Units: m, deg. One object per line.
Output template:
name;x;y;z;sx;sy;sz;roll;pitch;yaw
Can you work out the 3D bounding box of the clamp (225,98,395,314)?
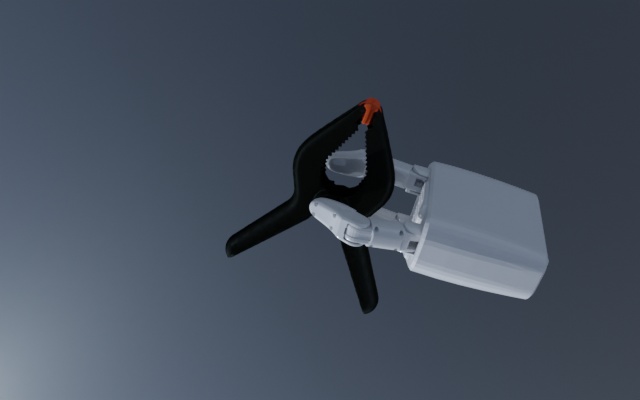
clamp;0.000;0.001;0.450;0.164;0.210;0.036;16;25;2
